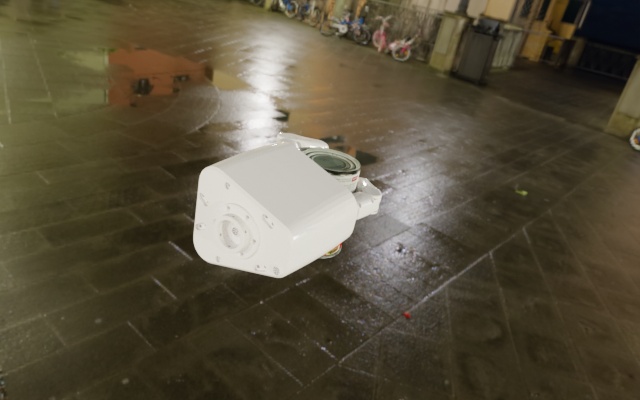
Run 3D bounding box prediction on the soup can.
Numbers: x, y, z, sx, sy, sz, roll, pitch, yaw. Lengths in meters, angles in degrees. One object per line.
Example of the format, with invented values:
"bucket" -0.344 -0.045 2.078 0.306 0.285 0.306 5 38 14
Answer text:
"soup can" 0.000 0.001 0.518 0.068 0.102 0.068 10 25 -5
